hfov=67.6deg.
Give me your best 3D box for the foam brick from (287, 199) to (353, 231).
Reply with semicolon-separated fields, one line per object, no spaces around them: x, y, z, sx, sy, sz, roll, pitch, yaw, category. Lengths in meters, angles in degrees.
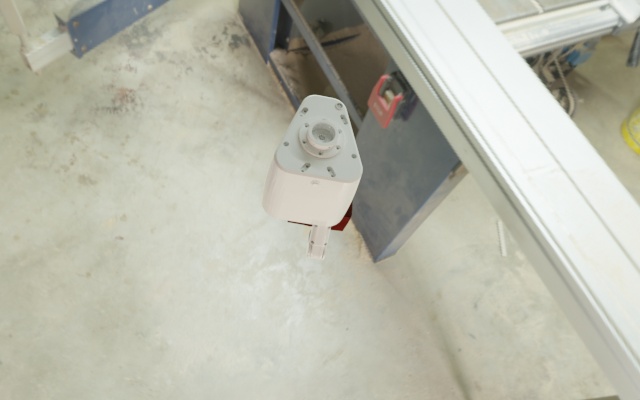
0.000;0.002;0.617;0.078;0.053;0.051;9;-27;-8;foam brick
